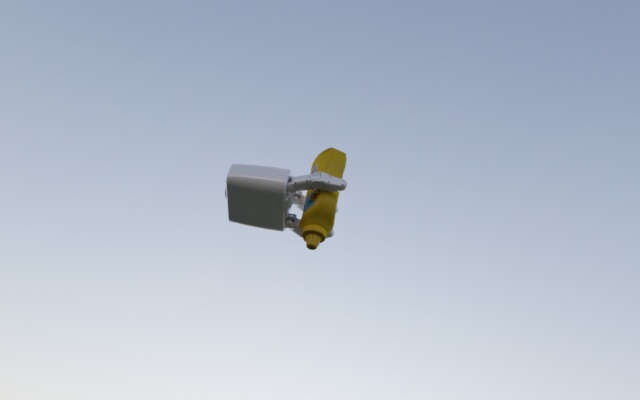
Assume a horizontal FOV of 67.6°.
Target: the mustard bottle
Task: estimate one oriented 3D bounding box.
[{"bbox_3d":[0.001,0.003,0.844,0.058,0.191,0.096,23,-39,-14],"label":"mustard bottle"}]
